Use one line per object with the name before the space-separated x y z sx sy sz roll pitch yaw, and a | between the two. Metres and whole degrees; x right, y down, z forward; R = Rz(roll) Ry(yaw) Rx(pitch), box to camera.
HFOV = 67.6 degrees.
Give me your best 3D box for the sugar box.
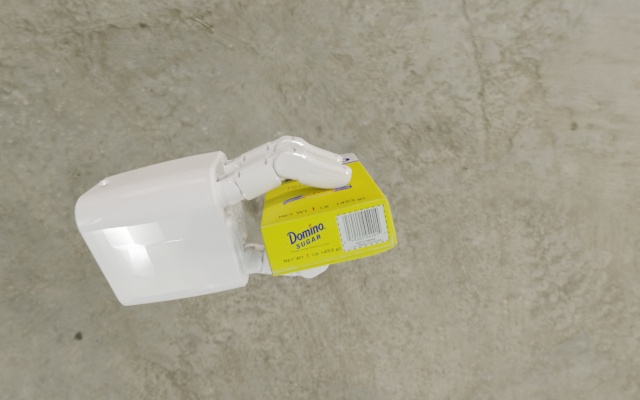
sugar box | 0.000 0.001 0.415 0.093 0.048 0.176 -12 19 -1
